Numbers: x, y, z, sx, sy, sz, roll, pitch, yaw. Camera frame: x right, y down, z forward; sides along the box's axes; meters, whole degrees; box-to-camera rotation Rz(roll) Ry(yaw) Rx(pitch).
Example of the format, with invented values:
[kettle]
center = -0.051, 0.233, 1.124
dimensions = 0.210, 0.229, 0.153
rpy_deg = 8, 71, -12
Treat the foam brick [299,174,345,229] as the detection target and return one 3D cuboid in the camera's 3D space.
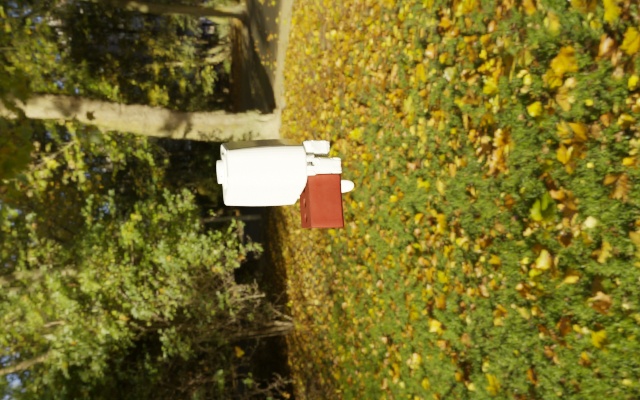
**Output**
[foam brick]
center = 0.000, 0.003, 0.700
dimensions = 0.051, 0.078, 0.053
rpy_deg = -3, -3, -20
